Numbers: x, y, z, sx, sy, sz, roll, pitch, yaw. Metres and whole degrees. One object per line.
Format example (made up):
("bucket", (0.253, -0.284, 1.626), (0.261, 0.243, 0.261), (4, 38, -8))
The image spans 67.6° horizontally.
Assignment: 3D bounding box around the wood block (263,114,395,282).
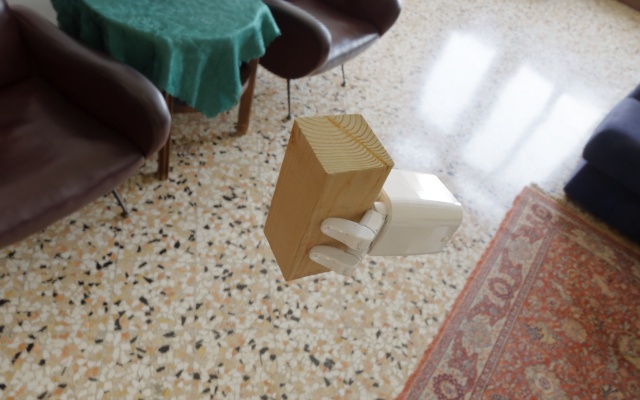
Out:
("wood block", (0.000, 0.002, 0.597), (0.090, 0.090, 0.206), (-9, -37, -27))
